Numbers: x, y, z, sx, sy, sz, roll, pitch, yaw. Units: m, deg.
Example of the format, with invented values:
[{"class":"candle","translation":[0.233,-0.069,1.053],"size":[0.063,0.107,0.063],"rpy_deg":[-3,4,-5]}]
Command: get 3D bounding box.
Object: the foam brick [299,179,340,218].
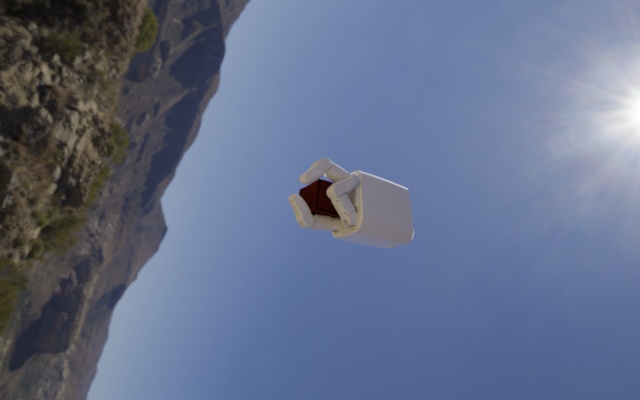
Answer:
[{"class":"foam brick","translation":[0.000,0.003,0.800],"size":[0.051,0.053,0.078],"rpy_deg":[15,-17,-24]}]
